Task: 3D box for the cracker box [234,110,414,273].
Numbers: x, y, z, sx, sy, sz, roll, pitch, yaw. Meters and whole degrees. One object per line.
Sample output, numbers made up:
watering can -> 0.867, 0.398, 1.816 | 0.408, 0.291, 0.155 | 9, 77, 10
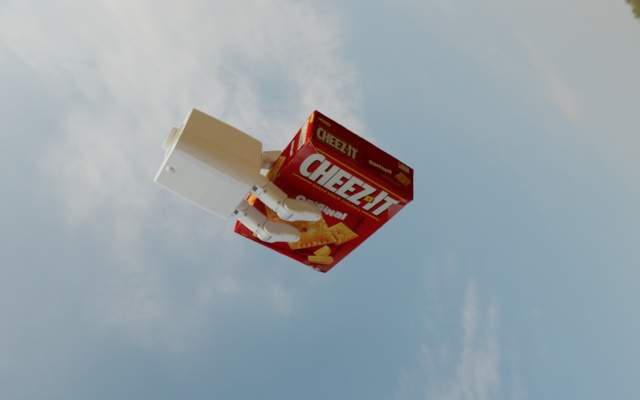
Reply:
cracker box -> 0.000, 0.002, 0.671 | 0.164, 0.072, 0.214 | 28, -48, -19
